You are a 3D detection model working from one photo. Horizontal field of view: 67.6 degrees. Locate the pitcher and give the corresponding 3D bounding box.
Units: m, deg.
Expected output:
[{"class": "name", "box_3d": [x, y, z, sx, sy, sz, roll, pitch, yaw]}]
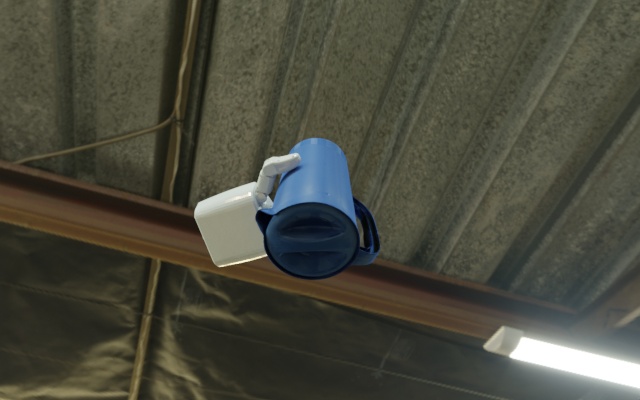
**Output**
[{"class": "pitcher", "box_3d": [0.000, 0.002, 0.749, 0.145, 0.149, 0.242, -18, 30, 13]}]
